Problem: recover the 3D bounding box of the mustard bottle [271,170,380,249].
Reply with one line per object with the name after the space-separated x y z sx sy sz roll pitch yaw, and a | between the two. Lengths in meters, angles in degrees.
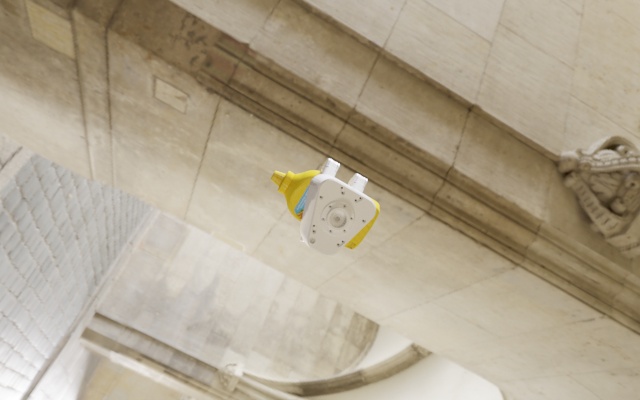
0.000 0.003 0.835 0.191 0.096 0.058 29 25 -7 | mustard bottle
